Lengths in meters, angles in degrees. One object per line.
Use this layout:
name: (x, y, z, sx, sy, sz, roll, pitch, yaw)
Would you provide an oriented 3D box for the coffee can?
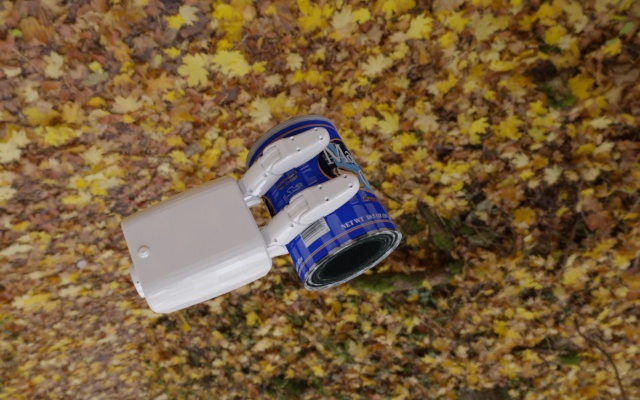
coffee can: (0.000, 0.001, 0.470, 0.103, 0.140, 0.103, -24, -25, -12)
